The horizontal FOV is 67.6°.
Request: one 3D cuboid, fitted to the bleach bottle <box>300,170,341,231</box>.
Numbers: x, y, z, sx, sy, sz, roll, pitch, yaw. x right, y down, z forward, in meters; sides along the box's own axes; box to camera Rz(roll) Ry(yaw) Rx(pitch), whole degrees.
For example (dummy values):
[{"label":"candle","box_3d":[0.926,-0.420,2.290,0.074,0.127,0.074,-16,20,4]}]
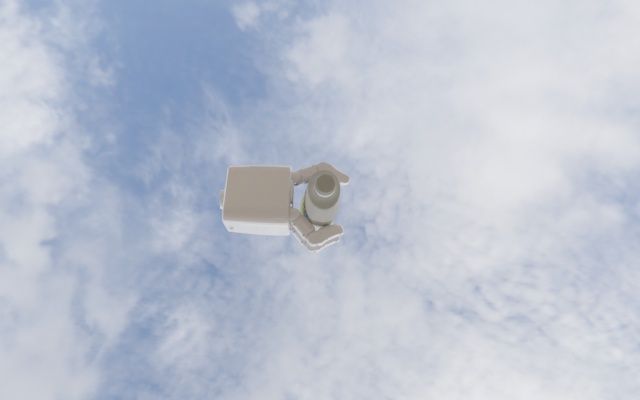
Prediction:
[{"label":"bleach bottle","box_3d":[0.000,0.003,0.803,0.068,0.102,0.251,3,-16,-3]}]
